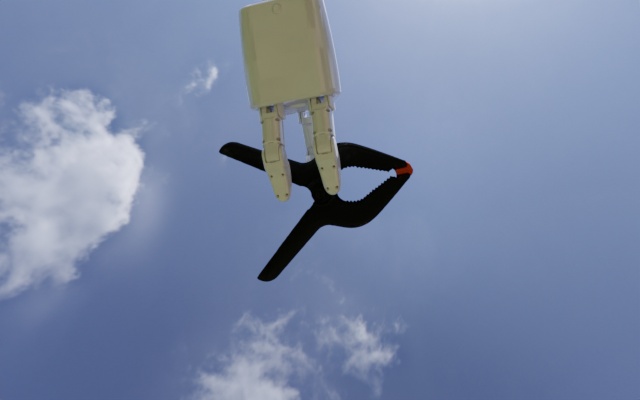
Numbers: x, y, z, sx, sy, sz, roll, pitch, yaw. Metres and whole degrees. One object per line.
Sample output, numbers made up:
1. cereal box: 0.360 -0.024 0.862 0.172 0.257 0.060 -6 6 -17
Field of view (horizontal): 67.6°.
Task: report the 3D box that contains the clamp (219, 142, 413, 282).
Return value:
1. clamp: 0.001 0.001 0.533 0.210 0.164 0.036 -8 7 10
